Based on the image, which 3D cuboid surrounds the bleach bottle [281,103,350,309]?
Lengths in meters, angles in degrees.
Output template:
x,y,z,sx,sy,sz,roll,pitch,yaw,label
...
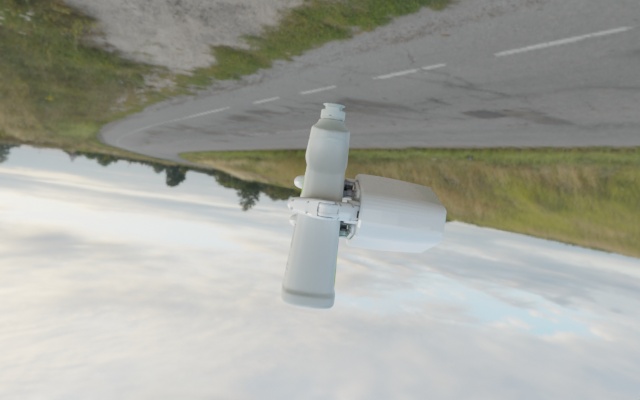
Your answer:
x,y,z,sx,sy,sz,roll,pitch,yaw,label
0.000,0.002,0.609,0.068,0.251,0.102,8,3,-4,bleach bottle
